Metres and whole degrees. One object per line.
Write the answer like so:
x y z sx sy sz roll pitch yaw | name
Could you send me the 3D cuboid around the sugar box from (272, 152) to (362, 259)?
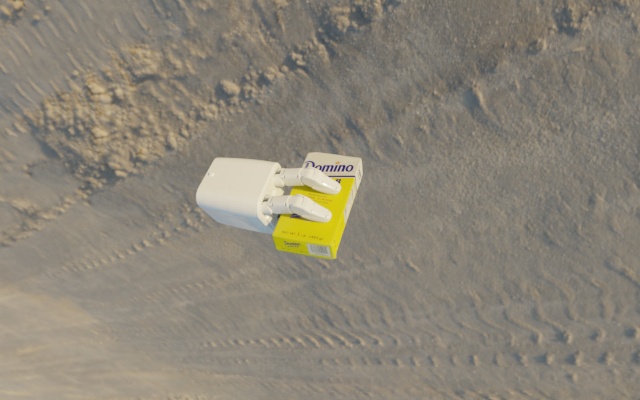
0.000 0.002 0.733 0.093 0.176 0.048 8 -36 15 | sugar box
